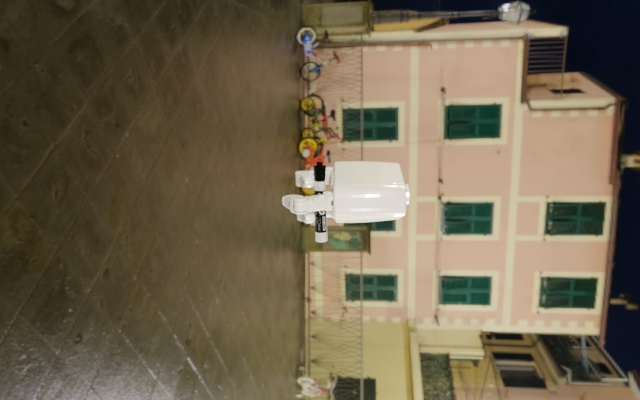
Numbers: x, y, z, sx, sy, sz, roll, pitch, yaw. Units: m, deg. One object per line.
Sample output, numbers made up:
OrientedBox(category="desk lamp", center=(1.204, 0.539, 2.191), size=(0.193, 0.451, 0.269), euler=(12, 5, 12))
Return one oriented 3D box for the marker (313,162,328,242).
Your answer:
OrientedBox(category="marker", center=(0.000, 0.002, 0.713), size=(0.020, 0.121, 0.020), euler=(-1, 12, 0))
